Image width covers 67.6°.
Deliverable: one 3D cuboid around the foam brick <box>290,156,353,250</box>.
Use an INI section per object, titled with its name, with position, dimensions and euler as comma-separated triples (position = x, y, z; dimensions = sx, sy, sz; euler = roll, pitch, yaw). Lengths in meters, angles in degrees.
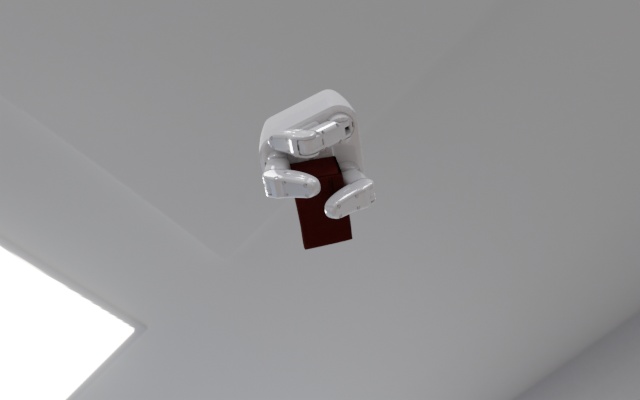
[foam brick]
position = 0.000, 0.002, 0.498
dimensions = 0.053, 0.078, 0.051
euler = -10, 25, -2
